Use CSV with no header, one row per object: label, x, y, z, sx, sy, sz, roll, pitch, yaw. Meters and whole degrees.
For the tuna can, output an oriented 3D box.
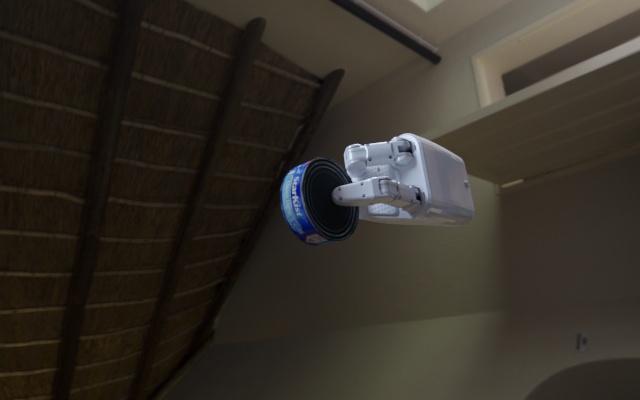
tuna can,0.000,0.002,0.482,0.034,0.086,0.086,-18,-12,39
